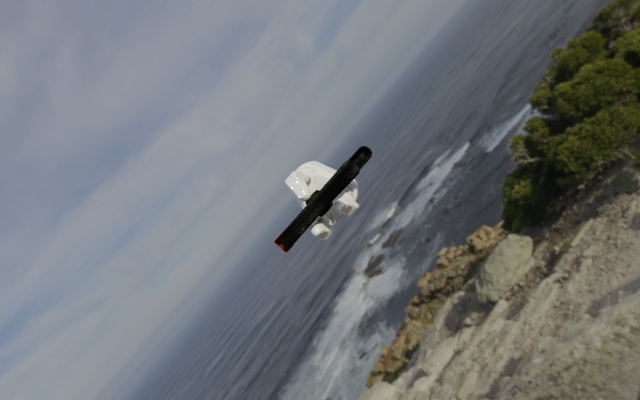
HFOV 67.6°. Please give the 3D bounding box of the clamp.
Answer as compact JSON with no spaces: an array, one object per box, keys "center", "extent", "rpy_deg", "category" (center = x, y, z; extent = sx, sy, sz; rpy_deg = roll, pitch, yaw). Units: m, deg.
[{"center":[-0.001,0.002,0.727],"extent":[0.036,0.210,0.164],"rpy_deg":[42,12,1],"category":"clamp"}]
